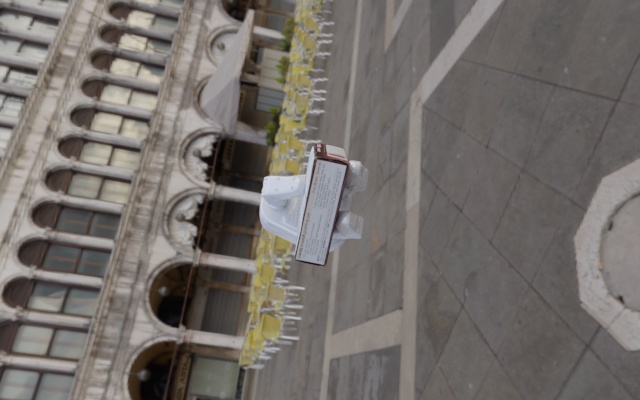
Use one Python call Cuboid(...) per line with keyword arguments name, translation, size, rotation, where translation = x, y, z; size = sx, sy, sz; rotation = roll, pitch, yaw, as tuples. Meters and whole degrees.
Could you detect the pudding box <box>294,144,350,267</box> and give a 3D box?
Cuboid(name="pudding box", translation=(0.000, 0.002, 0.510), size=(0.039, 0.113, 0.090), rotation=(9, 15, -4))
